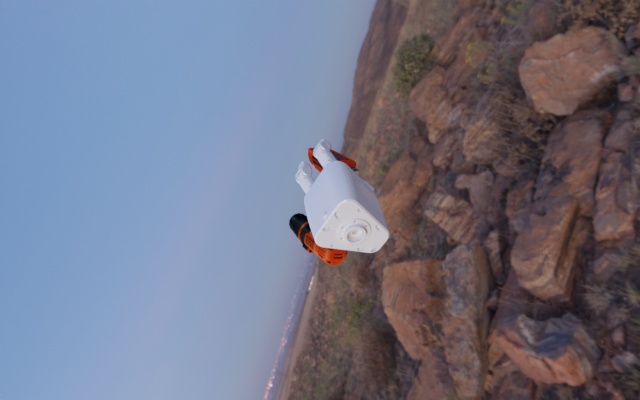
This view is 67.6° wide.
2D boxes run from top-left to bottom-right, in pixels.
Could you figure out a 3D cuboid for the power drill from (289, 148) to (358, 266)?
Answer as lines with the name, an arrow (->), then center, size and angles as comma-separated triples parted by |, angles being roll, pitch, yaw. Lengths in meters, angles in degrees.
power drill -> 0.000, 0.002, 0.868 | 0.057, 0.188, 0.184 | -3, 19, -29
